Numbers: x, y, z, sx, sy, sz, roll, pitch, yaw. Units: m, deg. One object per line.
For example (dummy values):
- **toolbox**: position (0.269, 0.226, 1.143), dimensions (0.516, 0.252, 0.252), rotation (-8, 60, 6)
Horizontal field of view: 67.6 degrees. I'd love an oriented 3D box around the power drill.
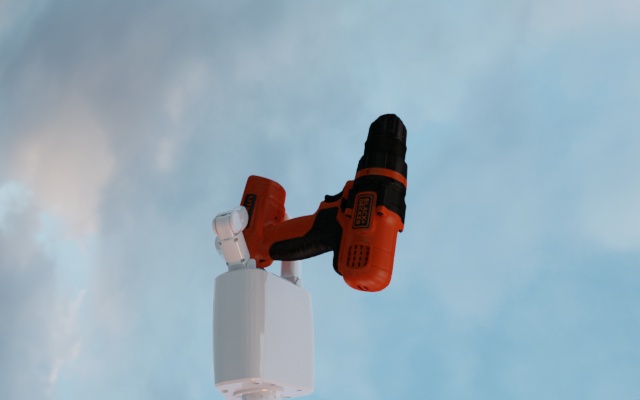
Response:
- **power drill**: position (0.000, 0.002, 0.499), dimensions (0.187, 0.184, 0.057), rotation (-7, -30, 36)
